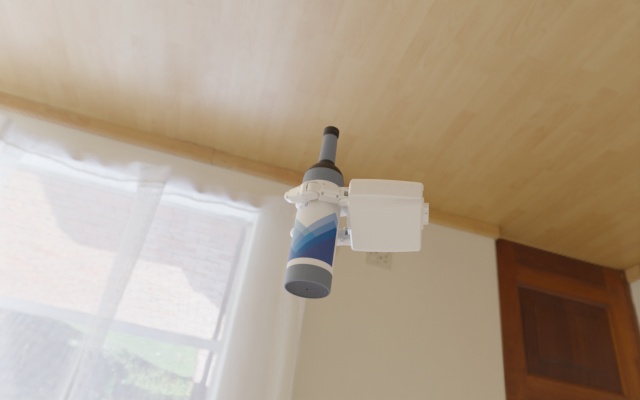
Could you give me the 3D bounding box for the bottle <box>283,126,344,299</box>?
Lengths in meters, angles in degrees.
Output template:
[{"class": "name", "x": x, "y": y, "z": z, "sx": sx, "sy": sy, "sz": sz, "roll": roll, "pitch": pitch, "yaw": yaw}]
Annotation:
[{"class": "bottle", "x": 0.000, "y": 0.003, "z": 0.745, "sx": 0.069, "sy": 0.295, "sz": 0.069, "roll": 6, "pitch": -33, "yaw": 4}]
